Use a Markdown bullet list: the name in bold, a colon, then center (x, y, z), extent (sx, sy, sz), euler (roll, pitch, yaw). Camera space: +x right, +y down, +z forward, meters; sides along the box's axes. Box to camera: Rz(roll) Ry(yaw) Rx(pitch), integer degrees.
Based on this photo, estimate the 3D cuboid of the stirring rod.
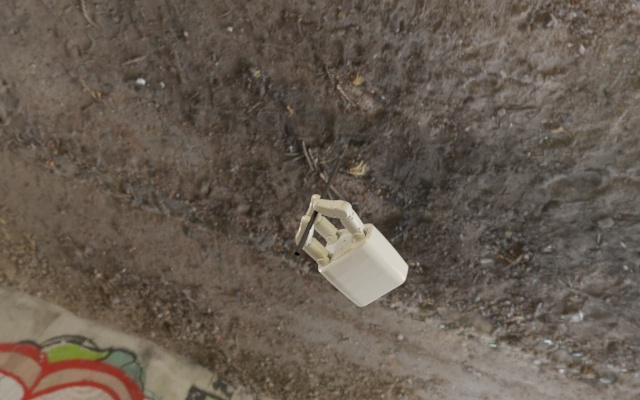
- **stirring rod**: center (0.000, 0.002, 0.778), extent (0.011, 0.011, 0.239), euler (0, 38, 21)
